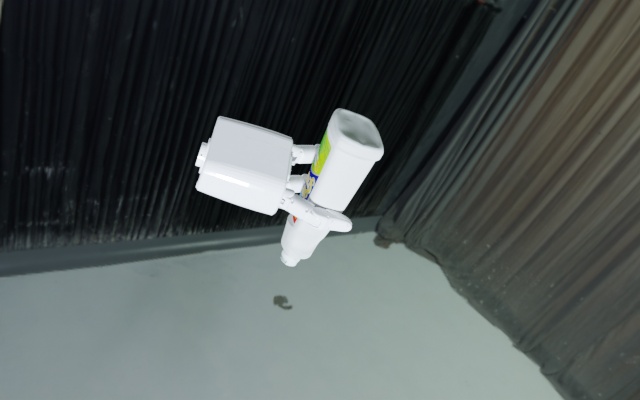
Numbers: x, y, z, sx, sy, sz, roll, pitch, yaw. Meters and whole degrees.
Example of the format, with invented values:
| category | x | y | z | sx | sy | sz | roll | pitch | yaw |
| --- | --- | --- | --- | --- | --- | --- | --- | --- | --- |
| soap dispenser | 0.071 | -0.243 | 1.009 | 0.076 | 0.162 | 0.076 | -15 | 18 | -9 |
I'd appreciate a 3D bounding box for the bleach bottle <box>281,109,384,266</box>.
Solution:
| category | x | y | z | sx | sy | sz | roll | pitch | yaw |
| --- | --- | --- | --- | --- | --- | --- | --- | --- | --- |
| bleach bottle | 0.000 | 0.002 | 0.672 | 0.068 | 0.251 | 0.102 | 18 | 33 | -15 |
